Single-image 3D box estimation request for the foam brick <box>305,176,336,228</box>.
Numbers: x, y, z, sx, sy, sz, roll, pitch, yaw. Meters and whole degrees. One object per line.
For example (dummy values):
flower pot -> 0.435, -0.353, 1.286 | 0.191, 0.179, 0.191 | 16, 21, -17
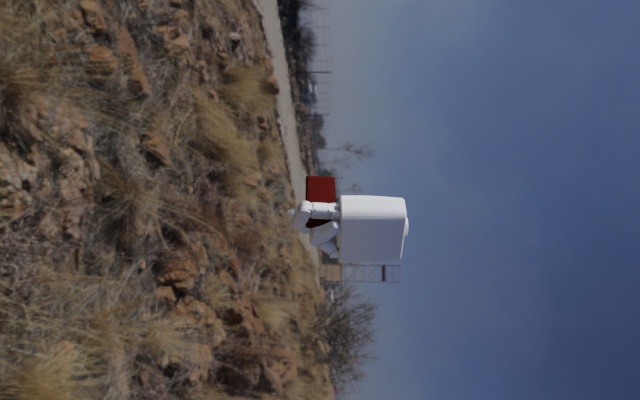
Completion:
foam brick -> 0.000, 0.002, 0.825 | 0.051, 0.078, 0.053 | 0, -40, 0
